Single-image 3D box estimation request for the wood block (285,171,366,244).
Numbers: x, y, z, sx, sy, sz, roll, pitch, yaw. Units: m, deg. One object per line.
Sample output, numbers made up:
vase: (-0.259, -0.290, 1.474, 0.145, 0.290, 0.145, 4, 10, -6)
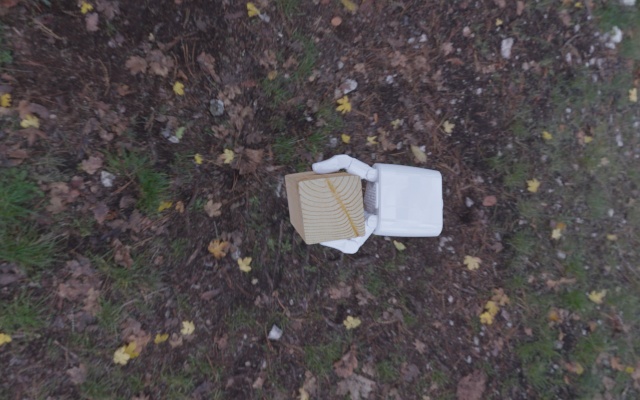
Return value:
wood block: (0.001, 0.002, 0.765, 0.090, 0.091, 0.206, -7, 6, -9)
